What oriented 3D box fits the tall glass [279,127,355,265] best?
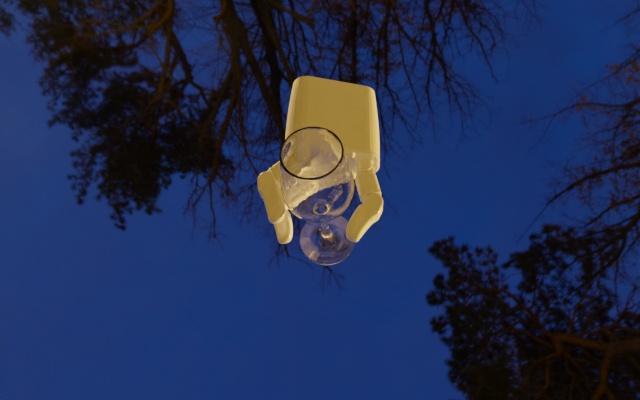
[{"bbox_3d":[0.000,0.002,0.540,0.079,0.079,0.201,0,-28,6],"label":"tall glass"}]
